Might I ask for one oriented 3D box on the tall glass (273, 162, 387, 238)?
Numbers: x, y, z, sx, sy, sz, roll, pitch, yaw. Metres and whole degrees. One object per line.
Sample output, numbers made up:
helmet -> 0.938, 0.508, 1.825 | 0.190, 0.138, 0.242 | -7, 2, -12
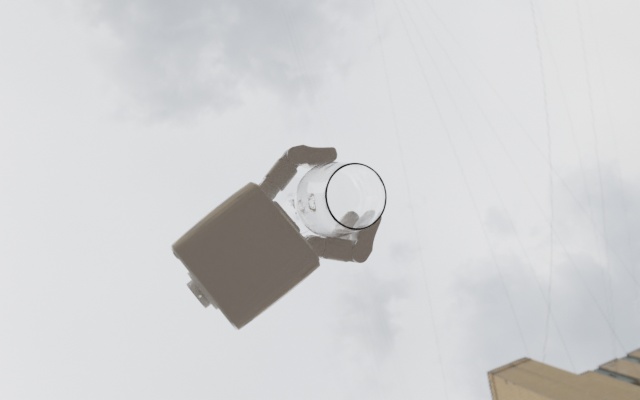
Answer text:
tall glass -> 0.000, 0.002, 0.527 | 0.079, 0.079, 0.201 | 0, -3, -20
